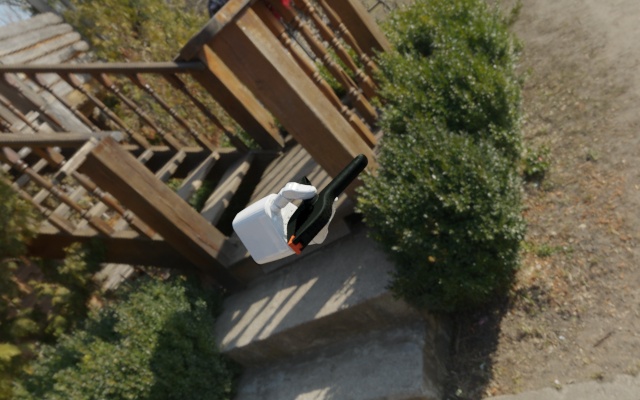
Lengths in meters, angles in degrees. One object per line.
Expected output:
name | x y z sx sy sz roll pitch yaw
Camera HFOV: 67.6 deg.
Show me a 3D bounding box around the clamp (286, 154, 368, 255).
clamp | -0.001 0.003 0.841 0.164 0.209 0.036 -24 -60 37
